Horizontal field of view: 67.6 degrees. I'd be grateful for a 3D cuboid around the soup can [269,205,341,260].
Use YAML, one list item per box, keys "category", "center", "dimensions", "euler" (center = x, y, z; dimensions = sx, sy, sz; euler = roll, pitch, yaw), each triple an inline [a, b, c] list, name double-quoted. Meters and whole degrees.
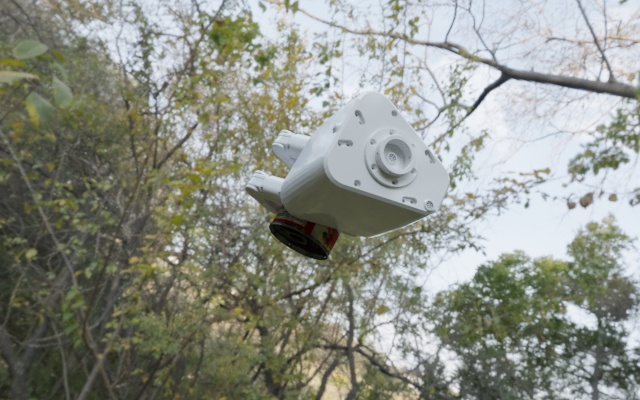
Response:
- category: "soup can"
  center: [0.000, 0.002, 0.501]
  dimensions: [0.068, 0.102, 0.068]
  euler: [25, -22, 11]
